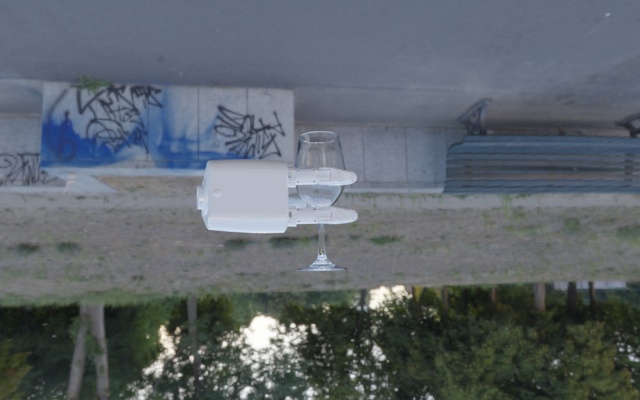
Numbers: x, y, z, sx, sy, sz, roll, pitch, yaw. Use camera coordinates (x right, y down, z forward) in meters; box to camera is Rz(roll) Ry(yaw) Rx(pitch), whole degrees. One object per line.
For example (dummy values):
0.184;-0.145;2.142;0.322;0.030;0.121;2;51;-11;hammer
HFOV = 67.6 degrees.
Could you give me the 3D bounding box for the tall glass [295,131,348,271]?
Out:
0.000;0.003;0.709;0.079;0.201;0.079;-1;-7;0;tall glass
